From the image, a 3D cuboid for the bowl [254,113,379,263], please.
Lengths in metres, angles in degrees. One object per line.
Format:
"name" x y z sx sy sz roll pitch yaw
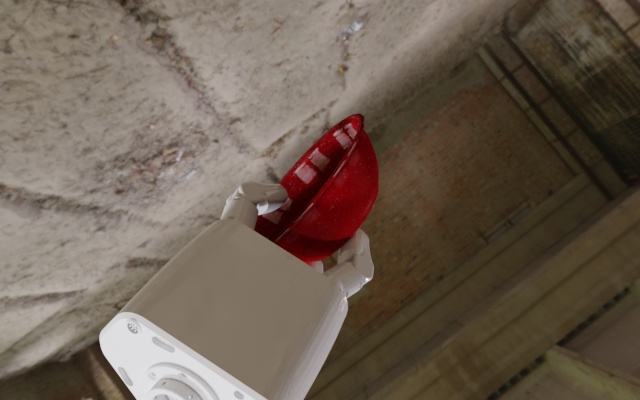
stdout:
"bowl" 0.001 0.001 0.424 0.055 0.162 0.162 39 -12 -15
